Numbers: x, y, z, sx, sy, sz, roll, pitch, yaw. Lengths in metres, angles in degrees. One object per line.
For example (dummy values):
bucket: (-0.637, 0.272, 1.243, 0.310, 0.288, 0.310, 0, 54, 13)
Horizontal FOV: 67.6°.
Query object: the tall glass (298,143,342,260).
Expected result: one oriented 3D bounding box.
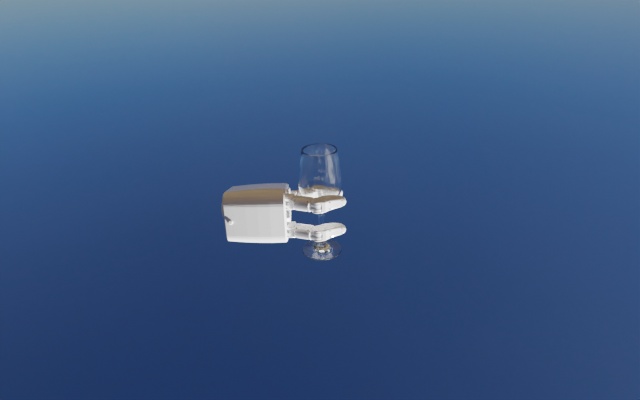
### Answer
tall glass: (0.000, 0.003, 0.852, 0.079, 0.201, 0.079, -1, 26, 0)
